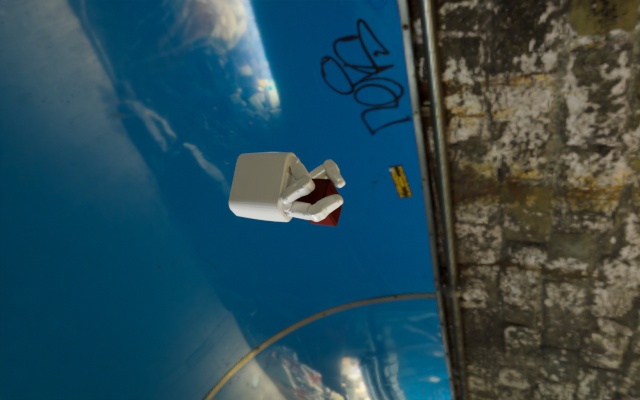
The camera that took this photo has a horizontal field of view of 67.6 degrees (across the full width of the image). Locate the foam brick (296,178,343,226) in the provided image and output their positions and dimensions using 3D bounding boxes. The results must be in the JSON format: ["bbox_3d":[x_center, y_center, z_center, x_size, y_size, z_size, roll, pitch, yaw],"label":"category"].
[{"bbox_3d":[0.000,0.003,0.837,0.051,0.053,0.078,3,-31,25],"label":"foam brick"}]
